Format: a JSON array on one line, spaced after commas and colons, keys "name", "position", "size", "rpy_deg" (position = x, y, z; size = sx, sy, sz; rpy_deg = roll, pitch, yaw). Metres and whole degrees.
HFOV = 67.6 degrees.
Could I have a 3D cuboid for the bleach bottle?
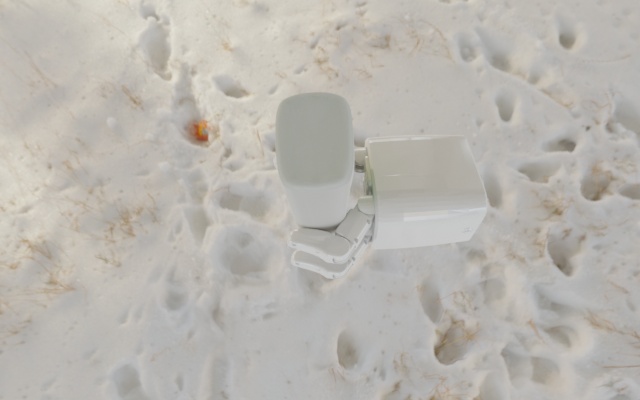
[{"name": "bleach bottle", "position": [0.000, 0.002, 0.513], "size": [0.068, 0.102, 0.251], "rpy_deg": [-3, -25, 2]}]
